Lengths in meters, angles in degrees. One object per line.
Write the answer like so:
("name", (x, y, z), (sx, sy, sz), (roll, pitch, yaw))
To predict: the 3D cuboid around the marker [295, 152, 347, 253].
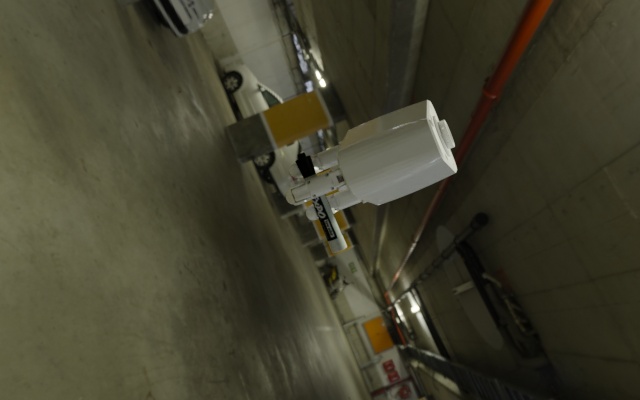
("marker", (0.000, 0.002, 0.553), (0.020, 0.121, 0.020), (-22, 3, 1))
